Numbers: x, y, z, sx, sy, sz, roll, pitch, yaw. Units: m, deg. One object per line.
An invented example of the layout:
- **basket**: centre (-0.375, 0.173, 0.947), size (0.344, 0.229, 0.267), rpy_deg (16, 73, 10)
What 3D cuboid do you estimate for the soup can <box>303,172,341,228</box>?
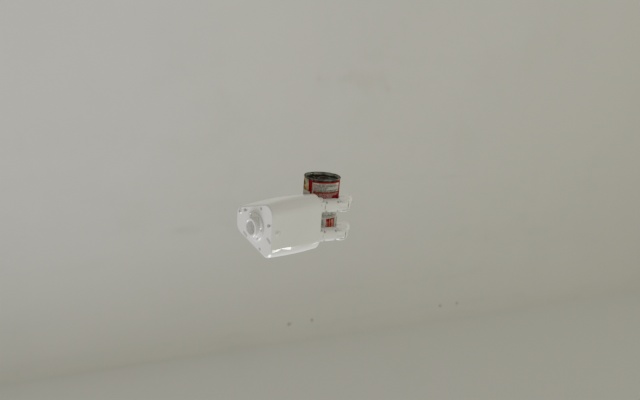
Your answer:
- **soup can**: centre (0.000, 0.003, 0.889), size (0.068, 0.102, 0.068), rpy_deg (4, 16, -1)
